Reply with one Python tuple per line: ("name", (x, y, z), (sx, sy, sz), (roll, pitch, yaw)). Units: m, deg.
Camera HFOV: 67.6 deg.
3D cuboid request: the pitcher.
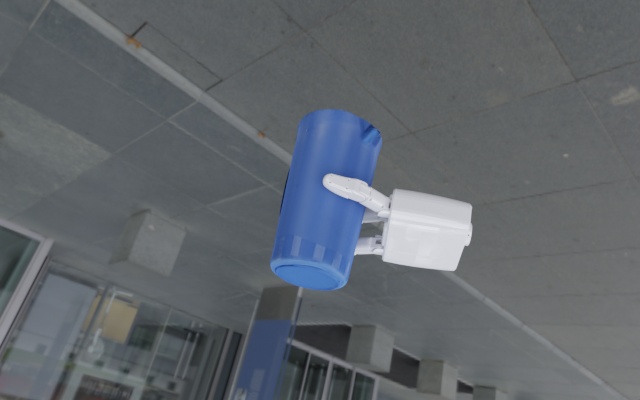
("pitcher", (0.000, 0.002, 0.701), (0.145, 0.242, 0.149), (10, -27, 7))
